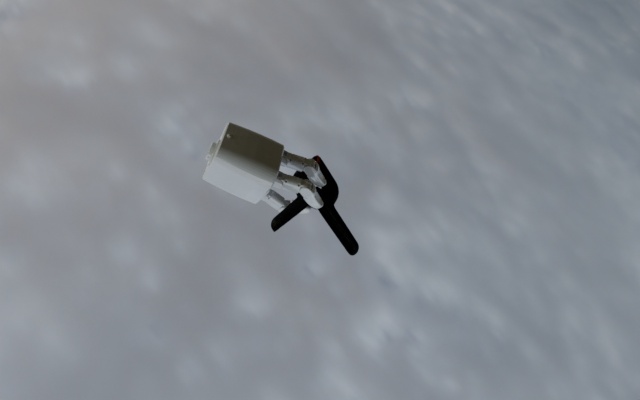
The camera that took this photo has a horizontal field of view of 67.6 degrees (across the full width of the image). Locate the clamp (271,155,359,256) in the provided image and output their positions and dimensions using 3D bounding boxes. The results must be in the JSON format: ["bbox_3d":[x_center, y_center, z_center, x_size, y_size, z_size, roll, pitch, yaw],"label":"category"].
[{"bbox_3d":[0.000,0.003,0.873,0.164,0.209,0.036,25,-47,-17],"label":"clamp"}]
